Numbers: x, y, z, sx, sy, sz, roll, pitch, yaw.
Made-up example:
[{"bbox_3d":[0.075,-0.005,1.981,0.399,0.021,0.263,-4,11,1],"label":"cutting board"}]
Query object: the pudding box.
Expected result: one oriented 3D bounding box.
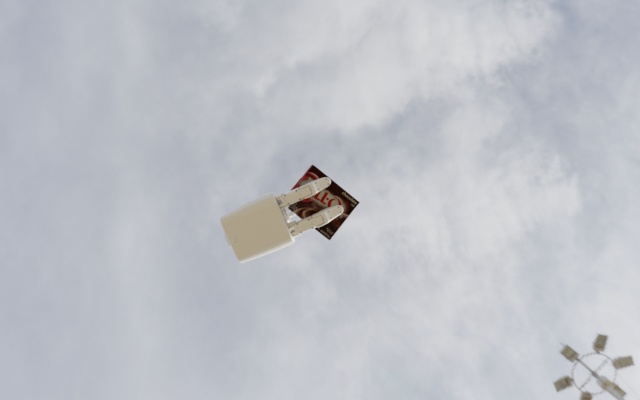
[{"bbox_3d":[0.000,0.003,0.873,0.113,0.090,0.039,38,1,-7],"label":"pudding box"}]
